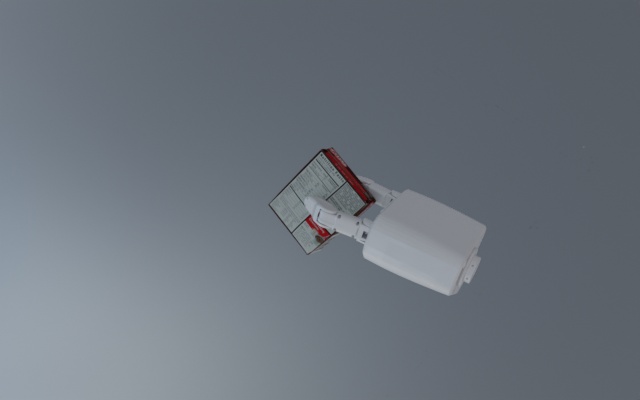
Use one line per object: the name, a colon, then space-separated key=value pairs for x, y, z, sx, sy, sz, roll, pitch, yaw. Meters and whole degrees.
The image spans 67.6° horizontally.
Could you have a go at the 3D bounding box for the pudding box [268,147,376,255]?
pudding box: x=0.000 y=0.002 z=0.607 sx=0.113 sy=0.090 sz=0.039 roll=-43 pitch=-11 yaw=24
